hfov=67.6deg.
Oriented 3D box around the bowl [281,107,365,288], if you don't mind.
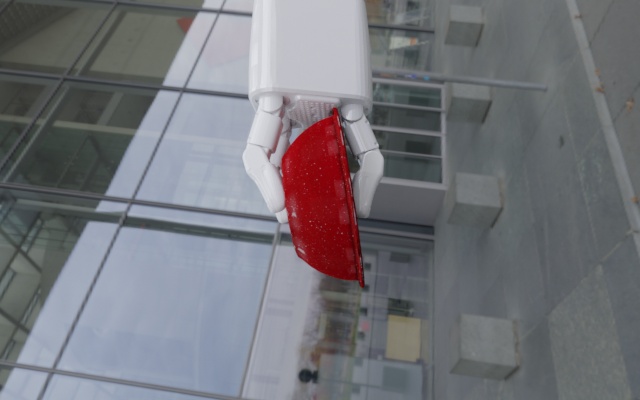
[{"bbox_3d":[0.000,0.003,0.426,0.055,0.162,0.162,-9,0,1],"label":"bowl"}]
